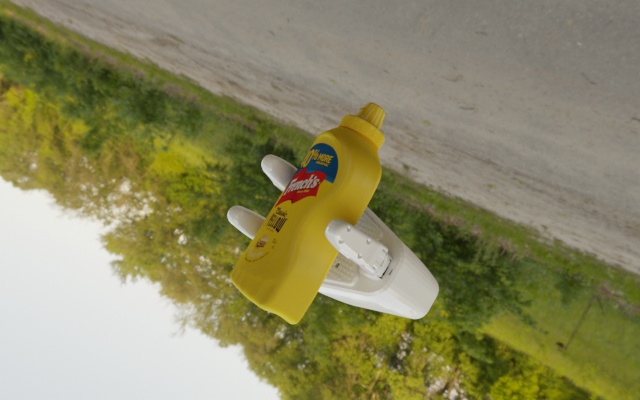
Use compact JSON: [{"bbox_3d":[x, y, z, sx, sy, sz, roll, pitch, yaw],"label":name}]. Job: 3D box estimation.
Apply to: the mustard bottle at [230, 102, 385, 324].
[{"bbox_3d":[0.000,0.001,0.402,0.058,0.191,0.096,34,-8,-23],"label":"mustard bottle"}]
